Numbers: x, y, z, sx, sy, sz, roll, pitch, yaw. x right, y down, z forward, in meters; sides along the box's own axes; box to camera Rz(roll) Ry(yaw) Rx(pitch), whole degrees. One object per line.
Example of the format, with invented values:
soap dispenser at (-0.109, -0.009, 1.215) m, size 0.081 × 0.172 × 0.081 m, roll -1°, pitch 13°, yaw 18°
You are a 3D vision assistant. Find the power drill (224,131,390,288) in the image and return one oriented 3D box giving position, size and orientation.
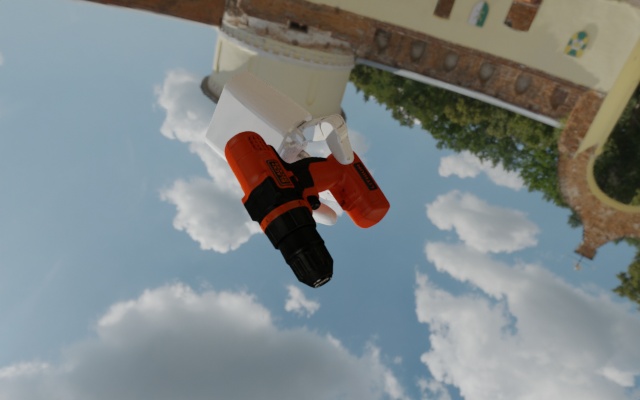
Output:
power drill at (0.000, 0.002, 0.538) m, size 0.057 × 0.184 × 0.187 m, roll -43°, pitch -22°, yaw 31°
